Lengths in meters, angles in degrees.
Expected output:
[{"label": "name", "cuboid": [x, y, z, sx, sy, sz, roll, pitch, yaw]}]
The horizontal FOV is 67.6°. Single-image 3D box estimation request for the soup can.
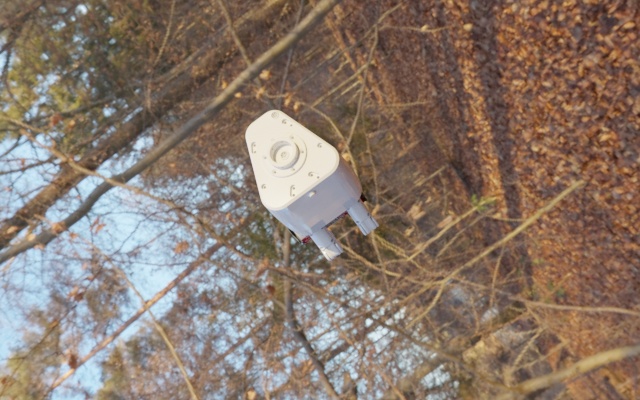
[{"label": "soup can", "cuboid": [0.000, 0.002, 0.619, 0.102, 0.068, 0.068, -36, -2, 3]}]
